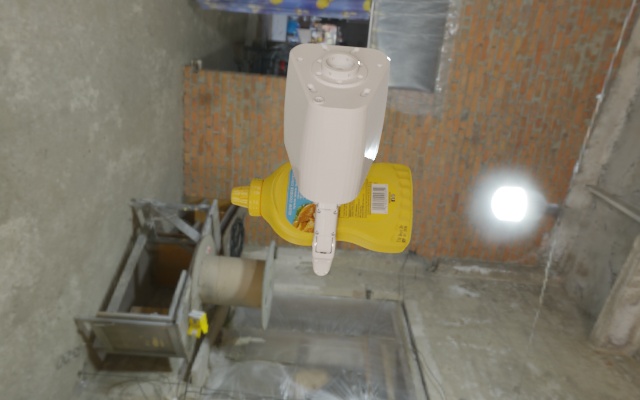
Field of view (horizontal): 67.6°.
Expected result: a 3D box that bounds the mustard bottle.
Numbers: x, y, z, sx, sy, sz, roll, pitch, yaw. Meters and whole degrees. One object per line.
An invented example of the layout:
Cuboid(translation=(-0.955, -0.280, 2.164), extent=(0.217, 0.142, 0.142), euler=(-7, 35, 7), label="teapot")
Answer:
Cuboid(translation=(0.000, 0.002, 0.517), extent=(0.191, 0.096, 0.058), euler=(4, -19, -1), label="mustard bottle")
